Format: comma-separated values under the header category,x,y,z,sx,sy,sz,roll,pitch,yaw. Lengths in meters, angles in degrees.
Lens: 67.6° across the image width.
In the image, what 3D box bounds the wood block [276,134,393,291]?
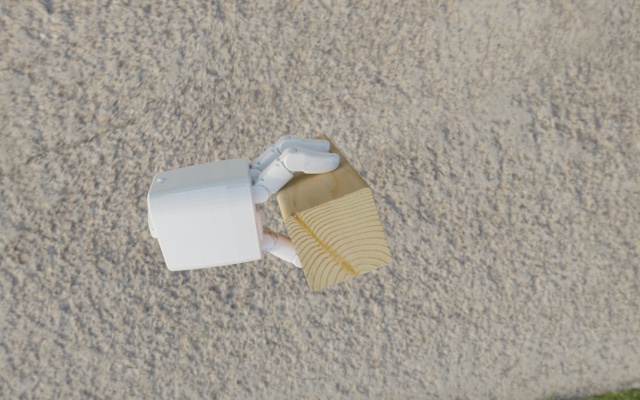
category,x,y,z,sx,sy,sz,roll,pitch,yaw
wood block,0.000,0.002,0.555,0.090,0.091,0.206,-21,25,-3
